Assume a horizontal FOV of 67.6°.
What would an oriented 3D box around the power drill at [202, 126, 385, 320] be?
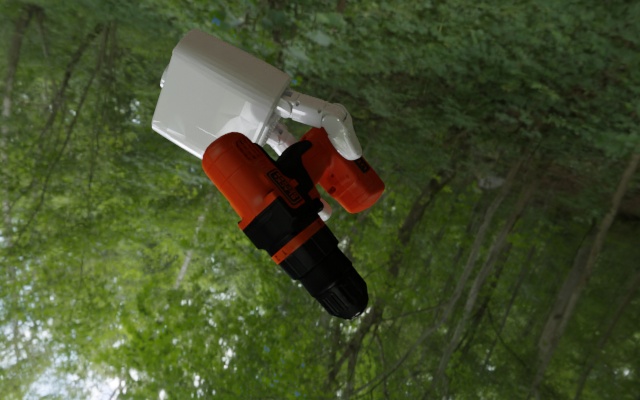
[{"bbox_3d":[0.000,0.001,0.450,0.057,0.184,0.187,-39,-1,28],"label":"power drill"}]
